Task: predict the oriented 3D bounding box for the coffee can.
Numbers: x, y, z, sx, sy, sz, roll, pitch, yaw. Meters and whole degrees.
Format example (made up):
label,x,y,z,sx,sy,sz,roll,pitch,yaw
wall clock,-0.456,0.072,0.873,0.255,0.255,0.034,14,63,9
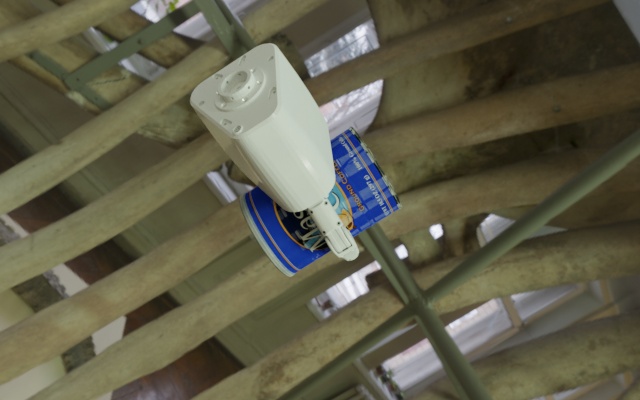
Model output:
label,x,y,z,sx,sy,sz,roll,pitch,yaw
coffee can,0.000,0.002,0.510,0.140,0.103,0.103,-32,-2,4
